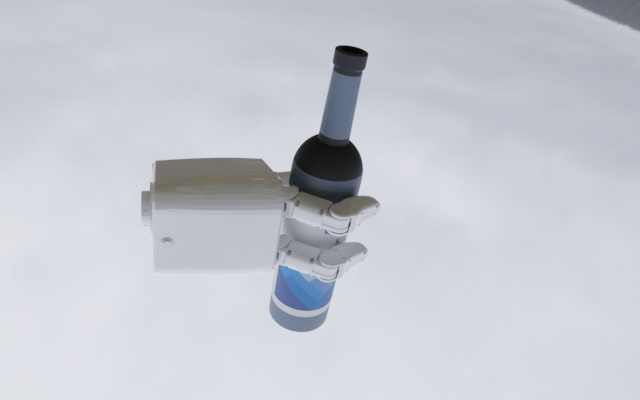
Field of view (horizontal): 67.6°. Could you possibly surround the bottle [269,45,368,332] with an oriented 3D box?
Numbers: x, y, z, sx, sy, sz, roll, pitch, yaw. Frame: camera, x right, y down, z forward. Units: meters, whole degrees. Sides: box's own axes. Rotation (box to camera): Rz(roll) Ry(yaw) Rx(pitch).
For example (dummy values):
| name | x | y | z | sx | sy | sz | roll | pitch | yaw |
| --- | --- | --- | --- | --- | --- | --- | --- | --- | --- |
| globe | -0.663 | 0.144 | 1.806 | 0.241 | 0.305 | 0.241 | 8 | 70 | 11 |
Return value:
| name | x | y | z | sx | sy | sz | roll | pitch | yaw |
| --- | --- | --- | --- | --- | --- | --- | --- | --- | --- |
| bottle | 0.000 | 0.002 | 0.461 | 0.069 | 0.296 | 0.069 | 8 | 32 | -5 |
